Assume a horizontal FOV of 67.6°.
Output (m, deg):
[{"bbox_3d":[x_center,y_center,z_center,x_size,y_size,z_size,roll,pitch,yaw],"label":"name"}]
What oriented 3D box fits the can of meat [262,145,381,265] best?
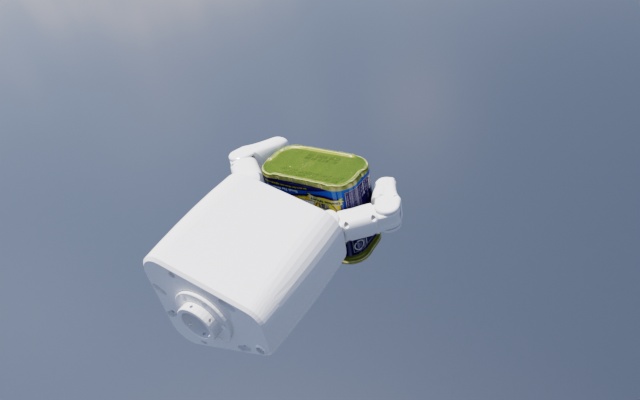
[{"bbox_3d":[0.000,0.001,0.437,0.102,0.084,0.057,13,42,31],"label":"can of meat"}]
